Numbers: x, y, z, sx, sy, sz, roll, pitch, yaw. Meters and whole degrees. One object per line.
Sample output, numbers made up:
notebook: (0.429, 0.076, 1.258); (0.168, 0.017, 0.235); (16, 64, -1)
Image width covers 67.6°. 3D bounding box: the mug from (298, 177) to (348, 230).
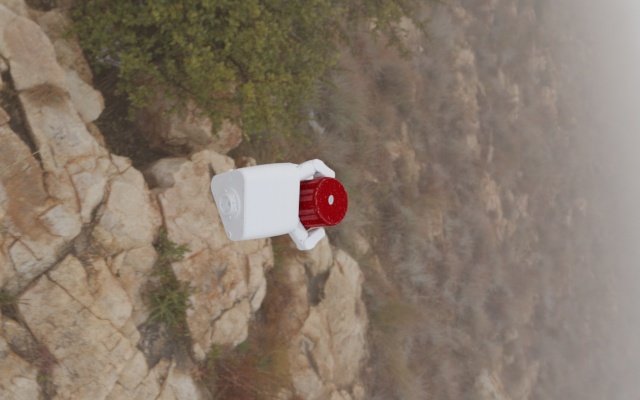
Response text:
mug: (0.001, 0.003, 0.816); (0.081, 0.093, 0.117); (-7, 3, 45)
